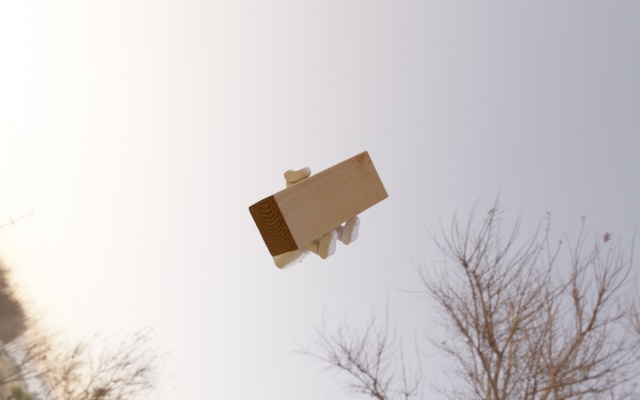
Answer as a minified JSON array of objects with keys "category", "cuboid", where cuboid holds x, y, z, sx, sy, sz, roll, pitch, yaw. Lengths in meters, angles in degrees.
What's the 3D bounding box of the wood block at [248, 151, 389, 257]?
[{"category":"wood block","cuboid":[0.000,0.002,0.782,0.206,0.091,0.090,-28,3,-36]}]
